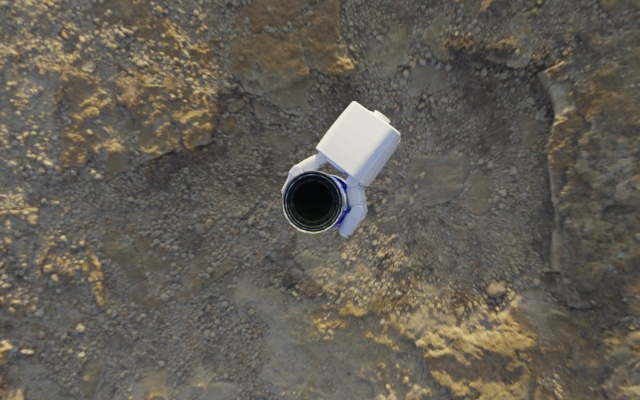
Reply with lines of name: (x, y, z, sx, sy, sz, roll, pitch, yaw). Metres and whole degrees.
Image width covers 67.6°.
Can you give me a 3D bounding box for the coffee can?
coffee can: (0.000, 0.003, 0.832, 0.103, 0.103, 0.140, 0, 0, 11)
